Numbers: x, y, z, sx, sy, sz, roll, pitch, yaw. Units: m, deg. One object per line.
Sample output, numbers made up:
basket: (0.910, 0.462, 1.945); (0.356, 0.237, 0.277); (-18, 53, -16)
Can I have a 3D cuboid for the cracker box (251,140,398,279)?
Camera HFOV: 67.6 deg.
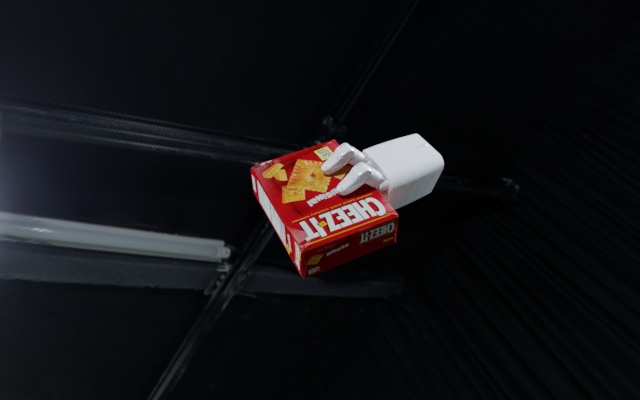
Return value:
cracker box: (0.000, 0.003, 0.775); (0.164, 0.072, 0.213); (-20, 46, -17)
